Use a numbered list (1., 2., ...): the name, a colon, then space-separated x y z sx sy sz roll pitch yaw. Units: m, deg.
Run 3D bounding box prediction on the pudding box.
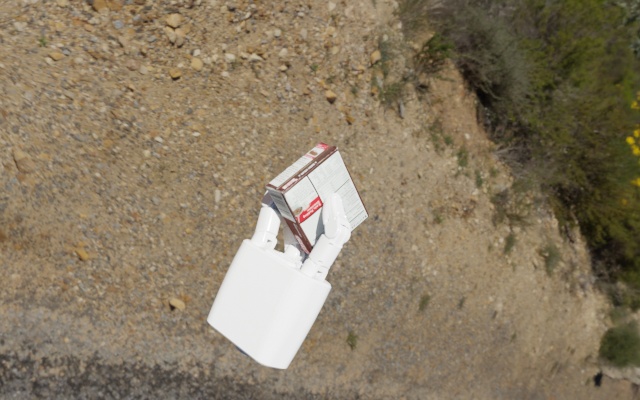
1. pudding box: 0.000 0.002 0.568 0.090 0.114 0.039 -41 37 -19
